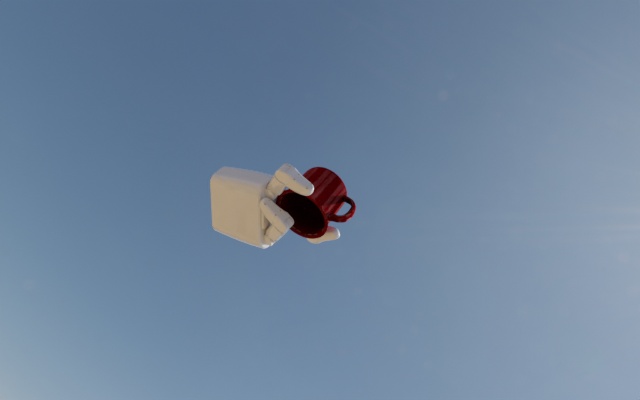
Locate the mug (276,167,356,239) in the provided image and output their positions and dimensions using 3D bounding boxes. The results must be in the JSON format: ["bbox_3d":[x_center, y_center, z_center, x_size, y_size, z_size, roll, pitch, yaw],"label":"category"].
[{"bbox_3d":[0.001,0.003,0.750,0.117,0.093,0.081,15,42,26],"label":"mug"}]
